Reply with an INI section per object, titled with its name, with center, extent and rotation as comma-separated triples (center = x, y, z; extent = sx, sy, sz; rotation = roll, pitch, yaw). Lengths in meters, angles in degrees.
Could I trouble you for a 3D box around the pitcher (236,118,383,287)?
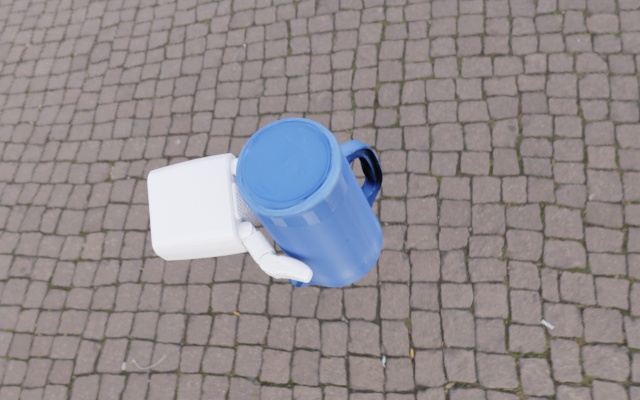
[pitcher]
center = 0.000, 0.002, 0.562
extent = 0.145, 0.149, 0.243
rotation = -8, -25, 10
